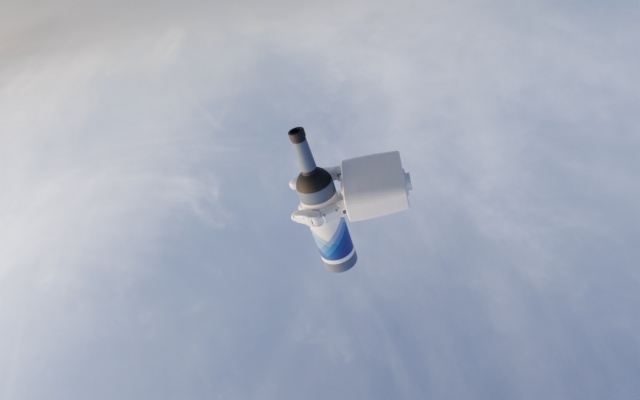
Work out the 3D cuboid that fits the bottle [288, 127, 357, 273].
[{"bbox_3d":[0.000,0.003,0.852,0.069,0.296,0.069,-13,34,9],"label":"bottle"}]
